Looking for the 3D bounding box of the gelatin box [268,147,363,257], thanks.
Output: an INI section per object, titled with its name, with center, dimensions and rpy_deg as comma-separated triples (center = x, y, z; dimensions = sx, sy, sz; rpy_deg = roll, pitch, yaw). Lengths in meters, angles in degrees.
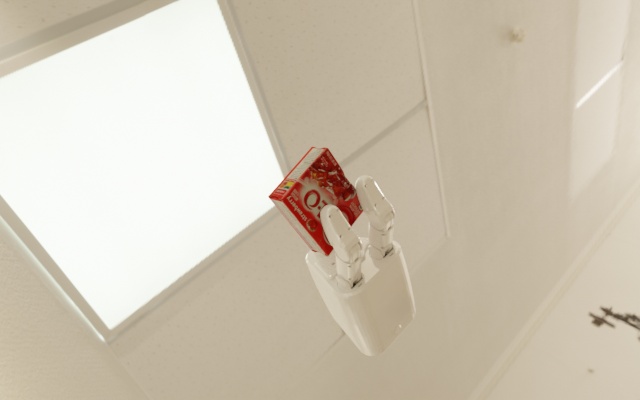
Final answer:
[gelatin box]
center = 0.000, 0.001, 0.489
dimensions = 0.030, 0.073, 0.089
rpy_deg = 13, -34, 51
